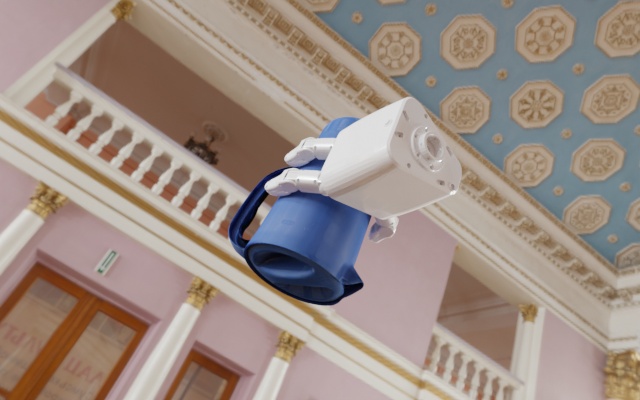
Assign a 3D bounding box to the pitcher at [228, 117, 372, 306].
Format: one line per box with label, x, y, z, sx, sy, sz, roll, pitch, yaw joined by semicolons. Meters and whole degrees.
pitcher;0.000;0.002;0.637;0.149;0.242;0.145;40;-35;-20
